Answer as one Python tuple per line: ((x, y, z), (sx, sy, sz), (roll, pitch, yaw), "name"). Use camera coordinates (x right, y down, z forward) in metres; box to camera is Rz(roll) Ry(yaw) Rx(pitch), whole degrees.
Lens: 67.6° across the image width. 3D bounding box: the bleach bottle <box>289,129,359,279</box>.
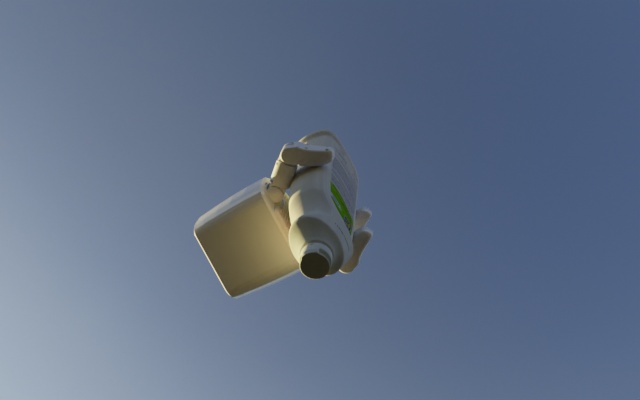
((0.000, 0.002, 0.546), (0.068, 0.102, 0.250), (-28, 19, 16), "bleach bottle")
